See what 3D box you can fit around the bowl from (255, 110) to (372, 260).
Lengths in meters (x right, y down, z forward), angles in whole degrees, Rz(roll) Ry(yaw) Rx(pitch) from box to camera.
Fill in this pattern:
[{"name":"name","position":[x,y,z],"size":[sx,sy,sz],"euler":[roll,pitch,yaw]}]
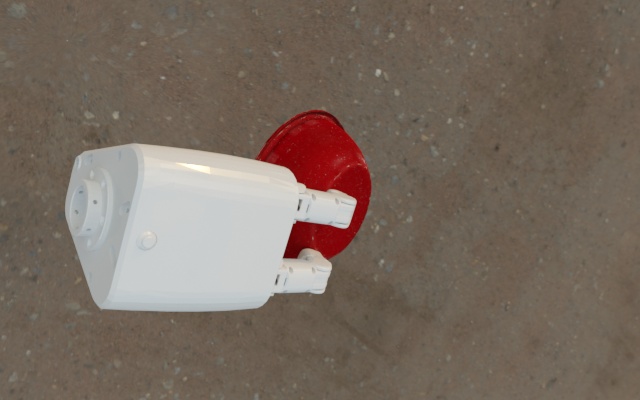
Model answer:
[{"name":"bowl","position":[0.001,0.001,0.445],"size":[0.055,0.162,0.162],"euler":[23,12,31]}]
